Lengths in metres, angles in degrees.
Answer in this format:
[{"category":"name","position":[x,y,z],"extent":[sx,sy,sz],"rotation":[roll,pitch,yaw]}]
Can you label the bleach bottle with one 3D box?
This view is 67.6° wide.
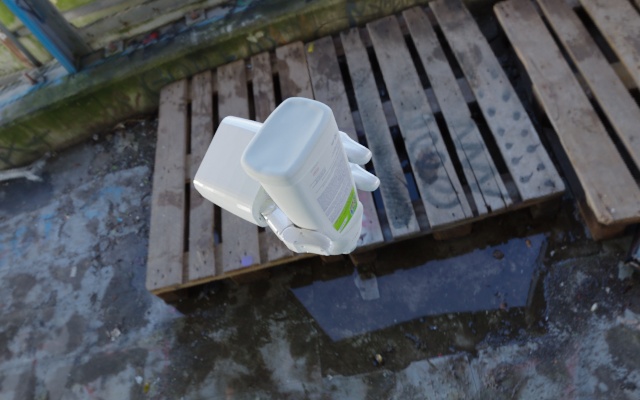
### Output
[{"category":"bleach bottle","position":[0.000,0.002,0.552],"extent":[0.068,0.102,0.251],"rotation":[21,-23,27]}]
